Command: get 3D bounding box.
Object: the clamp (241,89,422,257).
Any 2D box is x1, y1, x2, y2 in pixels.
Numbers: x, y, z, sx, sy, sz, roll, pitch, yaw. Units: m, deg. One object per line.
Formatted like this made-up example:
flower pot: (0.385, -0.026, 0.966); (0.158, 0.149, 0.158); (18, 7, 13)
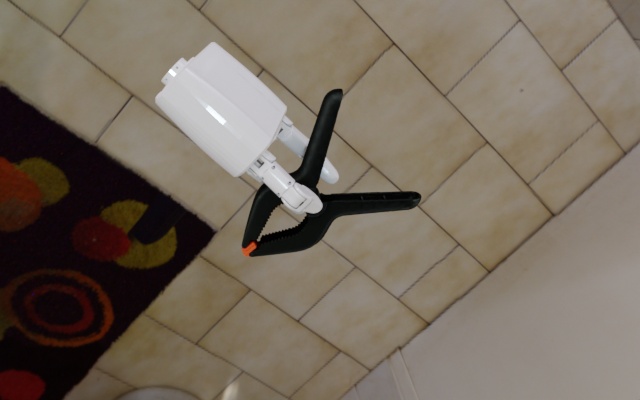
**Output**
clamp: (0.000, 0.002, 0.545); (0.164, 0.210, 0.036); (43, 13, -16)
